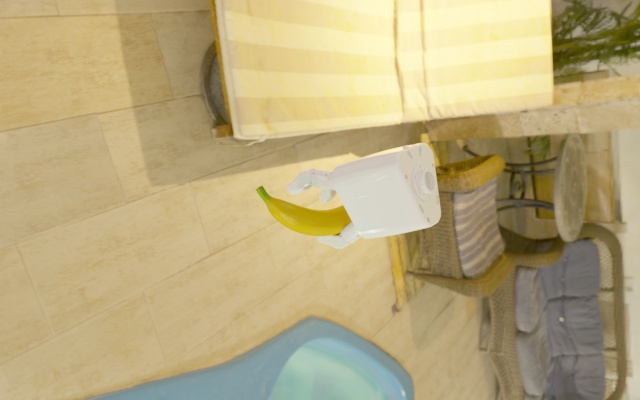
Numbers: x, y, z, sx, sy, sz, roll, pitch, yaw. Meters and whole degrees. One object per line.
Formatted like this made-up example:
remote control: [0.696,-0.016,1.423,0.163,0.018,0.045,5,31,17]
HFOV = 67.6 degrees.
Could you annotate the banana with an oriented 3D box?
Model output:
banana: [0.000,0.019,0.691,0.198,0.069,0.037,9,-26,-41]
